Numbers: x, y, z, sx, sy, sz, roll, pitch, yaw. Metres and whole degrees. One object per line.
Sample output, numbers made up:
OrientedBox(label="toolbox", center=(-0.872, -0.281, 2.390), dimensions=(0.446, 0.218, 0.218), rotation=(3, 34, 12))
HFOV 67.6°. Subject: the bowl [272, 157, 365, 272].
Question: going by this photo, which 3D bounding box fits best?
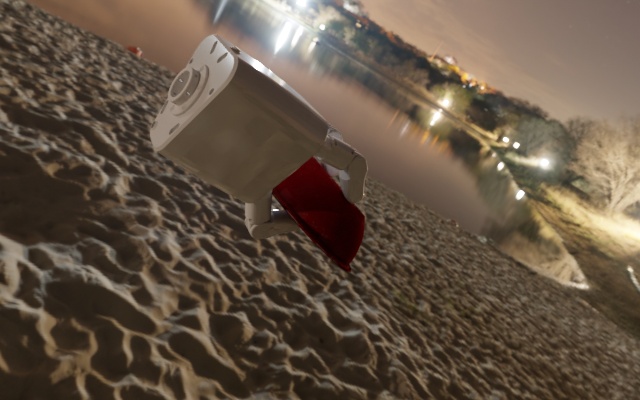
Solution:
OrientedBox(label="bowl", center=(0.001, 0.002, 0.537), dimensions=(0.055, 0.162, 0.162), rotation=(-41, -3, 3))
